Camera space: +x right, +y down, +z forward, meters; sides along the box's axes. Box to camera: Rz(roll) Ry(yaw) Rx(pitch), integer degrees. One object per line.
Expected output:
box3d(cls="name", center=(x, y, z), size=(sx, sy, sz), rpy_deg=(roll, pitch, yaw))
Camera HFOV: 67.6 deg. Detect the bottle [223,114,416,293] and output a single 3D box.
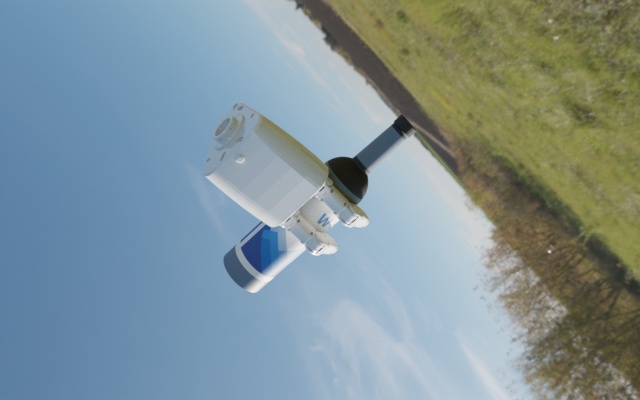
box3d(cls="bottle", center=(0.000, 0.002, 0.607), size=(0.296, 0.069, 0.069), rpy_deg=(-42, -13, 14))
